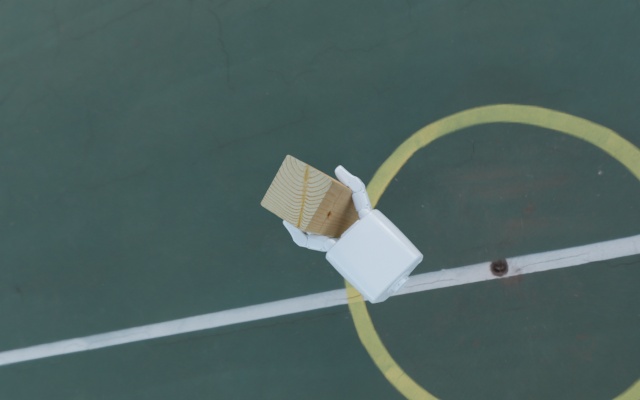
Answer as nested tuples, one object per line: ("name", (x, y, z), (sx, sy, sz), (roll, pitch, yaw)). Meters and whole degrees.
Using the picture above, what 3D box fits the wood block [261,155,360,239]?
("wood block", (0.001, 0.003, 0.809), (0.090, 0.091, 0.206), (31, 4, 23))
